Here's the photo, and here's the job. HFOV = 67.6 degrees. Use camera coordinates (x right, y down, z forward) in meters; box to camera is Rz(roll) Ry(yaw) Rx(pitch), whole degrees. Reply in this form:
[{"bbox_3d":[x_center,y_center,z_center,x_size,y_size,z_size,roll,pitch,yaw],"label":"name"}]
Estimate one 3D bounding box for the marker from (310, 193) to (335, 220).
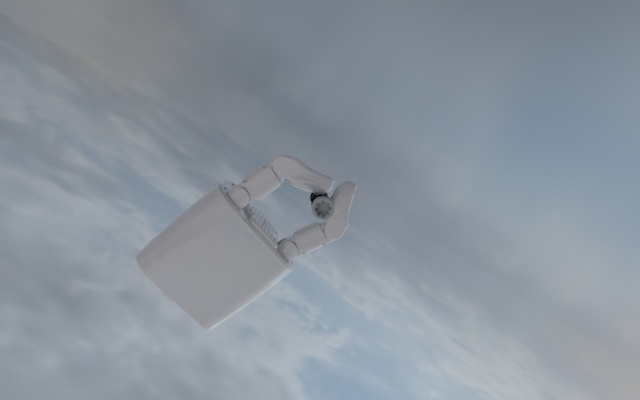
[{"bbox_3d":[0.000,0.001,0.445,0.020,0.020,0.121,0,5,-2],"label":"marker"}]
